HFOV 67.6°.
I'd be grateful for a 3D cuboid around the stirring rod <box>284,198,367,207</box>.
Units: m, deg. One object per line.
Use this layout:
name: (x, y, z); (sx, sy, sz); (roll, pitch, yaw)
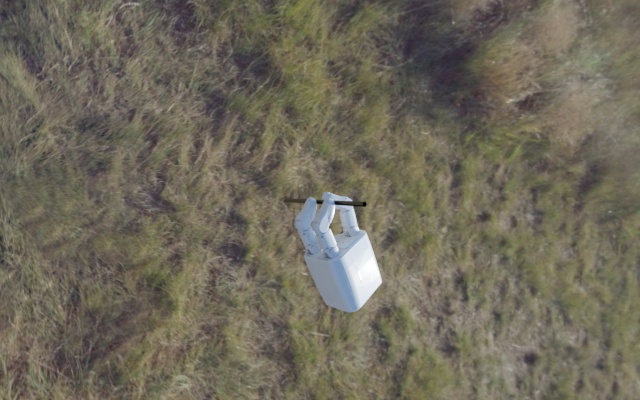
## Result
stirring rod: (0.000, 0.003, 0.831); (0.011, 0.011, 0.239); (0, 1, -34)
